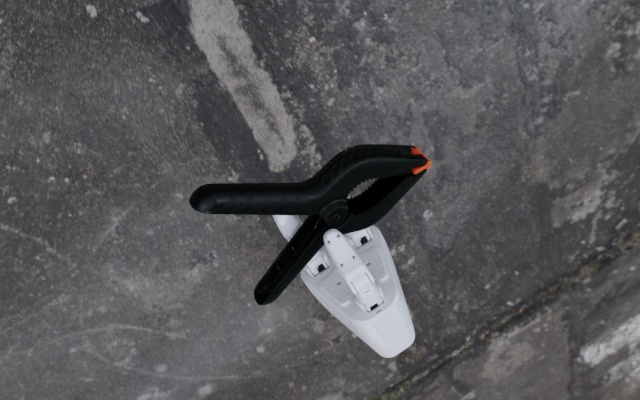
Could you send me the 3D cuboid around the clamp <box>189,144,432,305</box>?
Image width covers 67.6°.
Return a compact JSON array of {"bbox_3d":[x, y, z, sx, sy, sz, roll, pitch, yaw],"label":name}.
[{"bbox_3d":[0.001,0.002,0.422,0.210,0.036,0.165,-32,-40,-2],"label":"clamp"}]
